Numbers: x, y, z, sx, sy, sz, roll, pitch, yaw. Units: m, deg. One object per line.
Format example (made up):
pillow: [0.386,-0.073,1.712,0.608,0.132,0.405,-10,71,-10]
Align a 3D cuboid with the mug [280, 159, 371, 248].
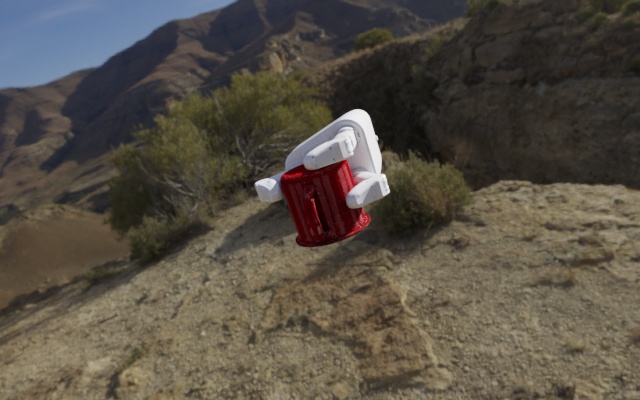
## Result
mug: [0.000,0.002,0.544,0.093,0.081,0.117,-14,16,17]
